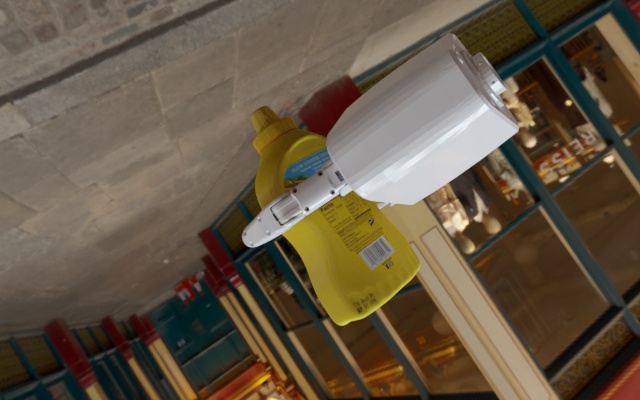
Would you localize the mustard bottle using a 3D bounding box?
[{"bbox_3d":[0.000,0.002,0.407,0.096,0.191,0.058,-31,-5,-38],"label":"mustard bottle"}]
